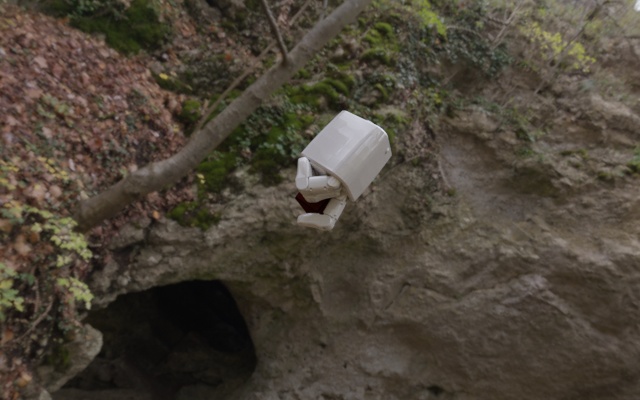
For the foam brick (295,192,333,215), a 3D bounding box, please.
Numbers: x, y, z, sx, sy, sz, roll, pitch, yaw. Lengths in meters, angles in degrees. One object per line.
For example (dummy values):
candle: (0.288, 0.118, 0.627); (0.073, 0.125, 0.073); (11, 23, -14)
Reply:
foam brick: (0.000, 0.003, 0.821); (0.053, 0.051, 0.078); (34, -10, 23)
